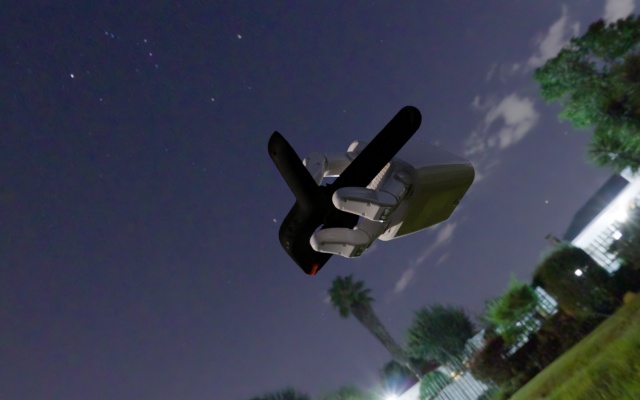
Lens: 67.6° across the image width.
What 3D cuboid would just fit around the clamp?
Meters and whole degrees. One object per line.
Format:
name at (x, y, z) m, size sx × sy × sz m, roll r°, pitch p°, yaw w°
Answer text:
clamp at (0.000, 0.001, 0.470) m, size 0.164 × 0.210 × 0.036 m, roll -10°, pitch 48°, yaw -38°
